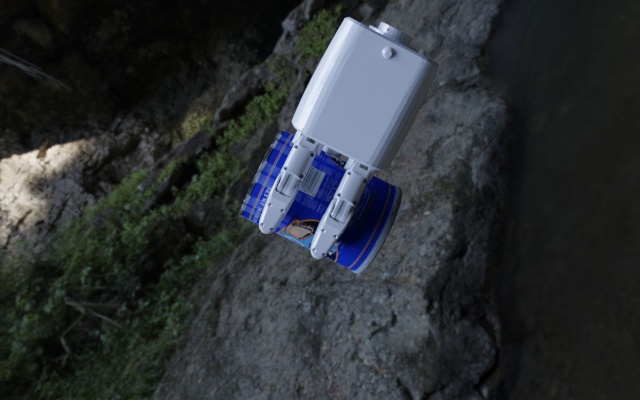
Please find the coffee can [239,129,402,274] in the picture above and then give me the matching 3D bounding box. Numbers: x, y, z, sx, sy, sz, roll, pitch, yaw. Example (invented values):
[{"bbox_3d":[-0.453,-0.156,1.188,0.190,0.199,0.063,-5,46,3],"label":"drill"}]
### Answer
[{"bbox_3d":[0.000,0.002,0.507,0.140,0.103,0.103,26,-2,-4],"label":"coffee can"}]
